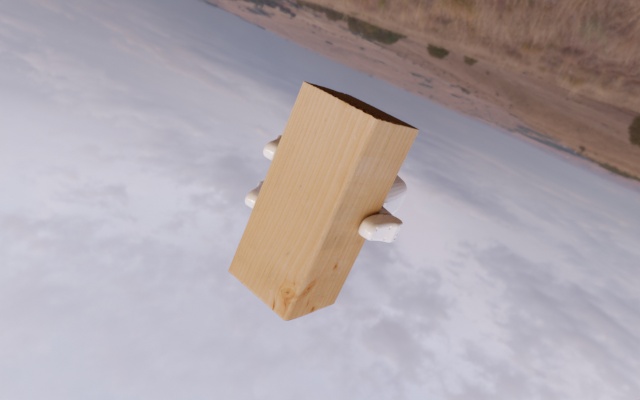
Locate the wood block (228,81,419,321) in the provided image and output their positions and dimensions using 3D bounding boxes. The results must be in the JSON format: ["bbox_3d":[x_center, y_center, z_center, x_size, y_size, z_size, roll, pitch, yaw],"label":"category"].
[{"bbox_3d":[0.000,0.002,0.474,0.090,0.206,0.090,33,19,29],"label":"wood block"}]
